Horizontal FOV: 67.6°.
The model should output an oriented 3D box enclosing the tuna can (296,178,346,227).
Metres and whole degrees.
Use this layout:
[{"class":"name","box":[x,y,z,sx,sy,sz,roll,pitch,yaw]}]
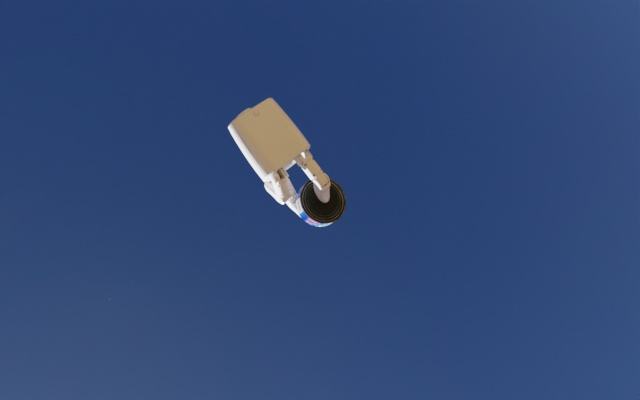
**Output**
[{"class":"tuna can","box":[0.000,0.003,0.846,0.086,0.086,0.034,0,-15,-21]}]
